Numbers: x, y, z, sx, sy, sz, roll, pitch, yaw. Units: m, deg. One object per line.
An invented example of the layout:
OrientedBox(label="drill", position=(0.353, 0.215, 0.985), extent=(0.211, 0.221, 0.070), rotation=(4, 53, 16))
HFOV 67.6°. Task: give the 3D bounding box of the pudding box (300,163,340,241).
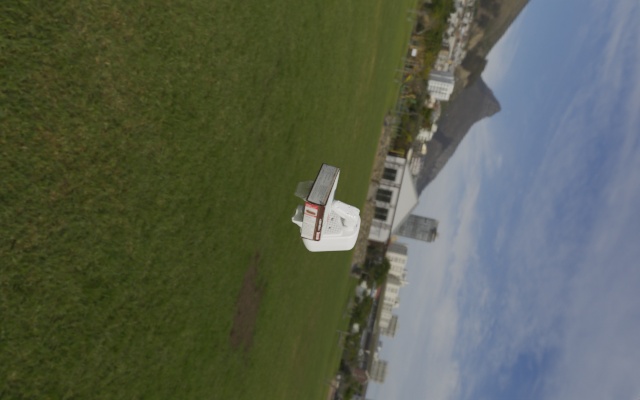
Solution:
OrientedBox(label="pudding box", position=(0.000, 0.003, 0.841), extent=(0.039, 0.090, 0.113), rotation=(13, 42, 6))
